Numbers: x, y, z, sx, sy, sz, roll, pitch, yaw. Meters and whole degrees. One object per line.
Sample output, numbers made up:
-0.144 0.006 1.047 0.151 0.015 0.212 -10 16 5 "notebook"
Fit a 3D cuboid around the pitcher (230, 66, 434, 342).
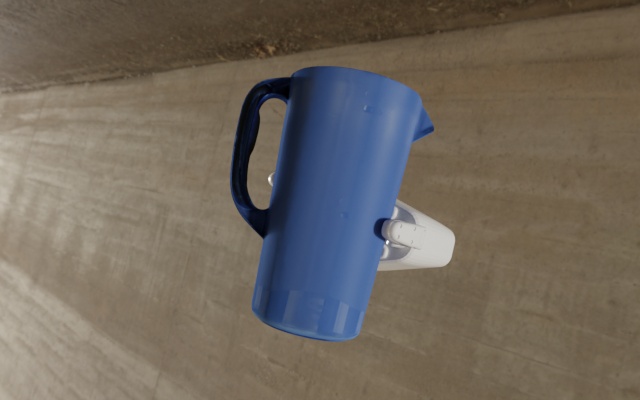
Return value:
0.000 0.002 0.466 0.149 0.243 0.145 10 -5 39 "pitcher"
